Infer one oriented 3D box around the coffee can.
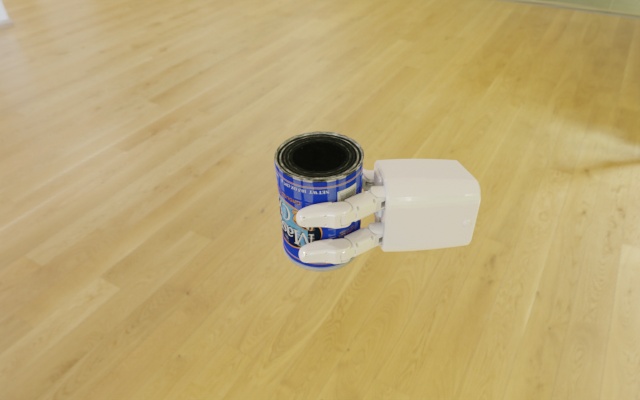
[{"bbox_3d":[0.000,0.002,0.585,0.103,0.140,0.102,-1,38,1],"label":"coffee can"}]
